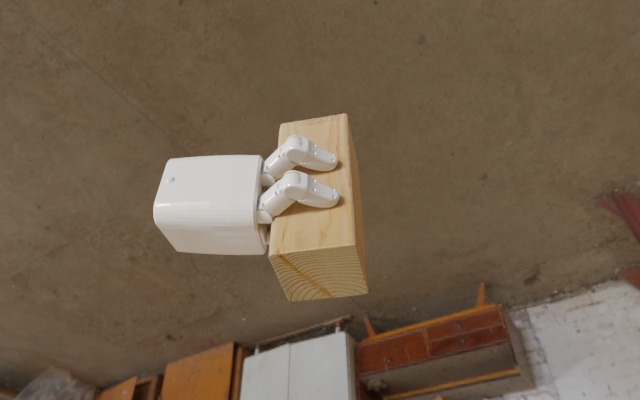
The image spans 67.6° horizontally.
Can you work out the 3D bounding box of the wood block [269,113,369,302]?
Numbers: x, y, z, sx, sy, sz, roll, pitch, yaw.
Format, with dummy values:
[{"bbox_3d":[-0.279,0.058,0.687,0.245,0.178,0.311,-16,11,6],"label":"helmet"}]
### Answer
[{"bbox_3d":[0.000,0.002,0.557,0.090,0.206,0.091,-8,-43,8],"label":"wood block"}]
